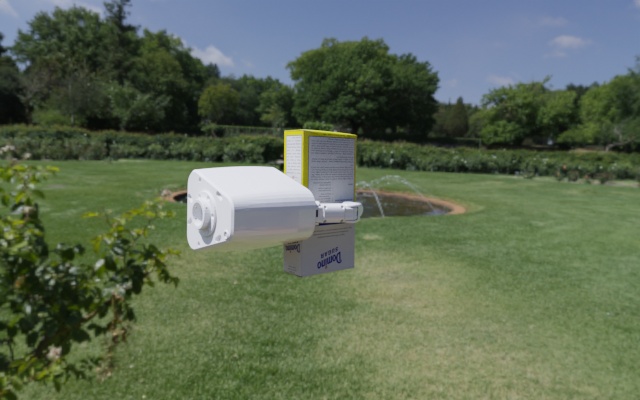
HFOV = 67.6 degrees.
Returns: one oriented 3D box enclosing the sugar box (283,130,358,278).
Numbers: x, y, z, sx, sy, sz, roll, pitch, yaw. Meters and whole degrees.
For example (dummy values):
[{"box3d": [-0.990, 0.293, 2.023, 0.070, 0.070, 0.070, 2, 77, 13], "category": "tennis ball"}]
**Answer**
[{"box3d": [0.000, 0.002, 0.603, 0.093, 0.176, 0.048, -2, 8, -41], "category": "sugar box"}]
